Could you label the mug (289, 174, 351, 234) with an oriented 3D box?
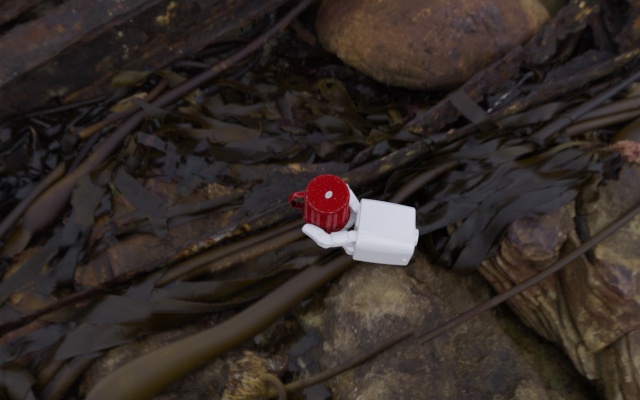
[{"bbox_3d":[-0.001,0.003,0.881,0.117,0.093,0.081,8,-26,3],"label":"mug"}]
